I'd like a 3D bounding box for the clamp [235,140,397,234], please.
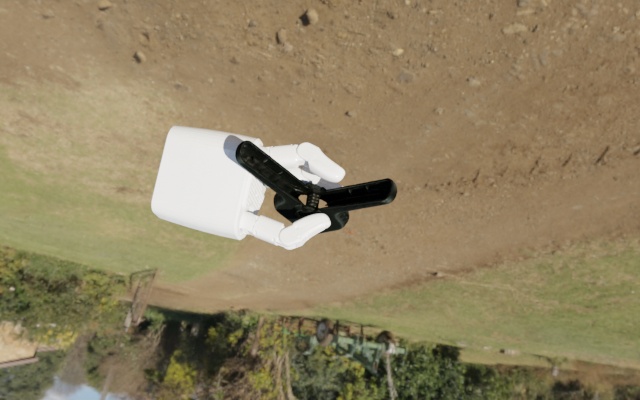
[{"bbox_3d":[0.000,0.003,0.552,0.164,0.036,0.210,14,-19,9],"label":"clamp"}]
